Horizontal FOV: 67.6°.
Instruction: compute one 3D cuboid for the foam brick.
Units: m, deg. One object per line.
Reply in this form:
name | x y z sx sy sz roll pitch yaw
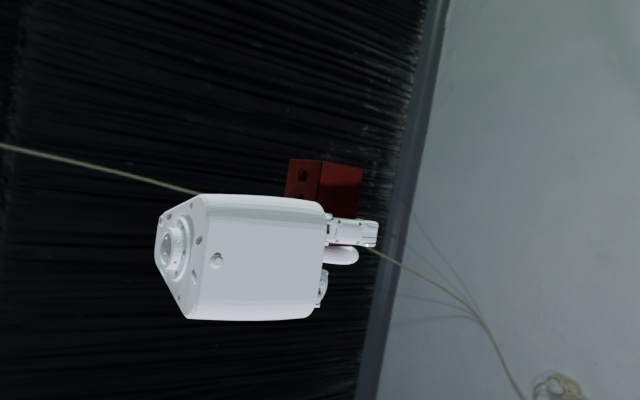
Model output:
foam brick | 0.000 0.001 0.451 0.051 0.078 0.053 7 1 -36
